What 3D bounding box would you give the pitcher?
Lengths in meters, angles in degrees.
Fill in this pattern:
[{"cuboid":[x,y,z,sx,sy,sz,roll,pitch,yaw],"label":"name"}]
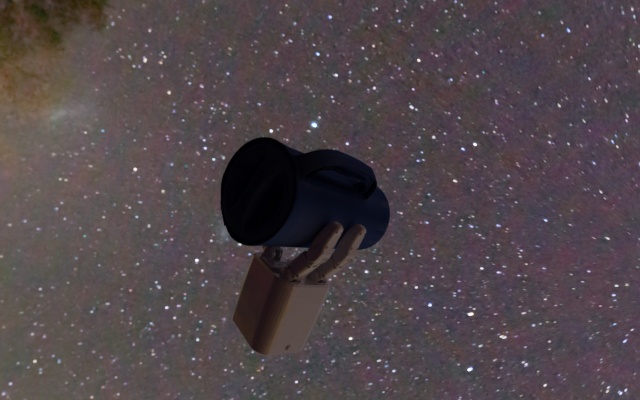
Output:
[{"cuboid":[0.000,0.002,0.655,0.149,0.145,0.243,24,7,40],"label":"pitcher"}]
